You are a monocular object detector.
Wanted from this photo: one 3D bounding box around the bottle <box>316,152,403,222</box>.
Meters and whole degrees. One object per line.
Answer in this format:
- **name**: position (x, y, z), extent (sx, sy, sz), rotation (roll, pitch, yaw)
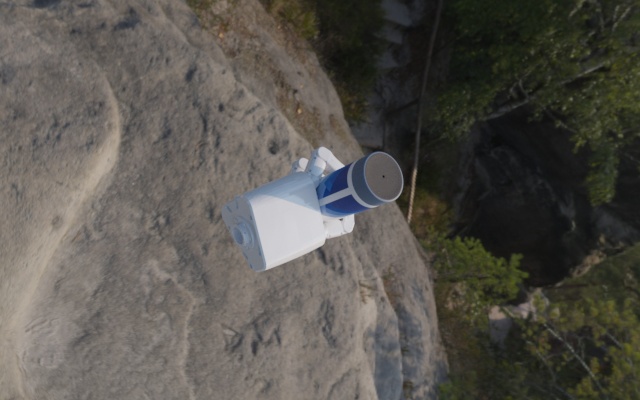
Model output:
- **bottle**: position (0.000, 0.002, 0.723), extent (0.069, 0.069, 0.296), rotation (0, -13, -34)
